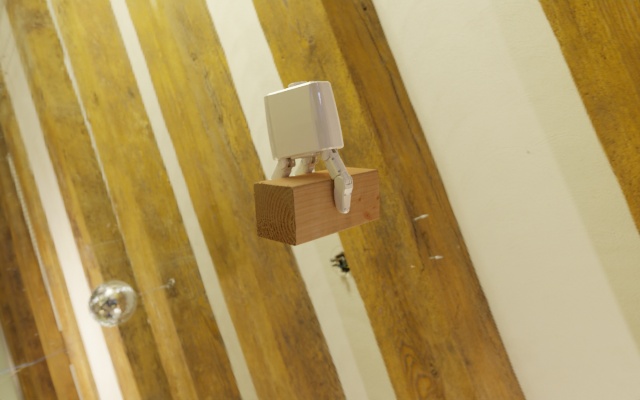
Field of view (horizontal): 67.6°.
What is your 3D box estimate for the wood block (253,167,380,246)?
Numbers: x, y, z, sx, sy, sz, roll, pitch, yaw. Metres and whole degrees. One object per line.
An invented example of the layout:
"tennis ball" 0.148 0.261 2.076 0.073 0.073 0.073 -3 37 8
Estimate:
"wood block" 0.000 0.002 0.787 0.091 0.090 0.206 8 15 43
